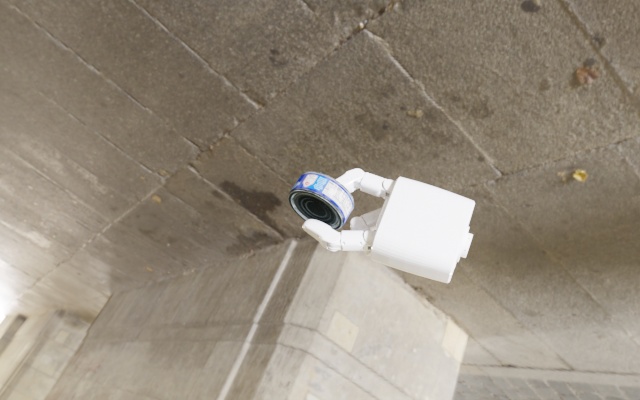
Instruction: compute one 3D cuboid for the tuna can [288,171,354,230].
[{"bbox_3d":[0.000,0.003,0.644,0.086,0.033,0.086,23,-30,15],"label":"tuna can"}]
